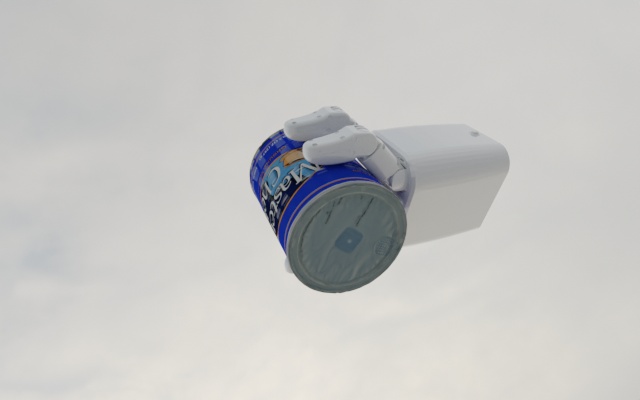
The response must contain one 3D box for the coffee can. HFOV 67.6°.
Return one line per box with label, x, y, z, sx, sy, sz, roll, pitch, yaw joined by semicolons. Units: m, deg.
coffee can;0.000;0.002;0.436;0.103;0.103;0.140;0;27;-22
